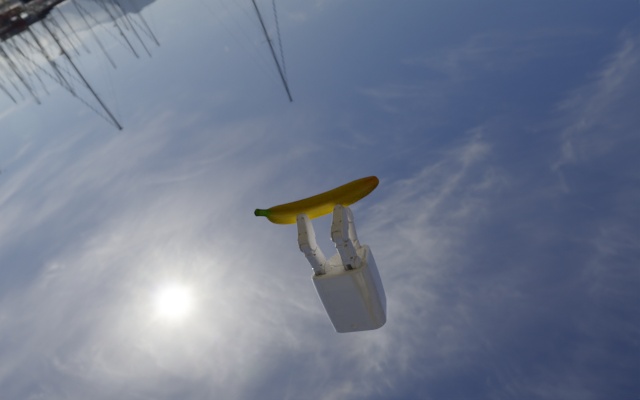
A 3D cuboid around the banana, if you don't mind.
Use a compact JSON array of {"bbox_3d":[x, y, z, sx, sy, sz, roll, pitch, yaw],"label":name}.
[{"bbox_3d":[-0.001,0.005,0.755,0.198,0.037,0.069,-17,-7,5],"label":"banana"}]
